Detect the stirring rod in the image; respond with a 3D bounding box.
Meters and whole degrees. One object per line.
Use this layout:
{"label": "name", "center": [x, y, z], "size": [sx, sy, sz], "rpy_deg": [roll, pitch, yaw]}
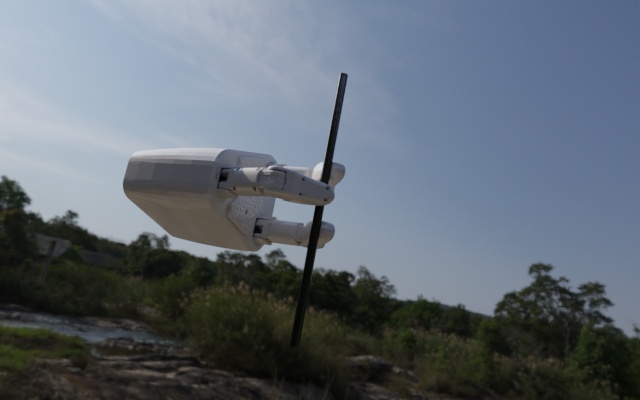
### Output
{"label": "stirring rod", "center": [0.000, 0.001, 0.408], "size": [0.011, 0.239, 0.011], "rpy_deg": [10, -13, 2]}
